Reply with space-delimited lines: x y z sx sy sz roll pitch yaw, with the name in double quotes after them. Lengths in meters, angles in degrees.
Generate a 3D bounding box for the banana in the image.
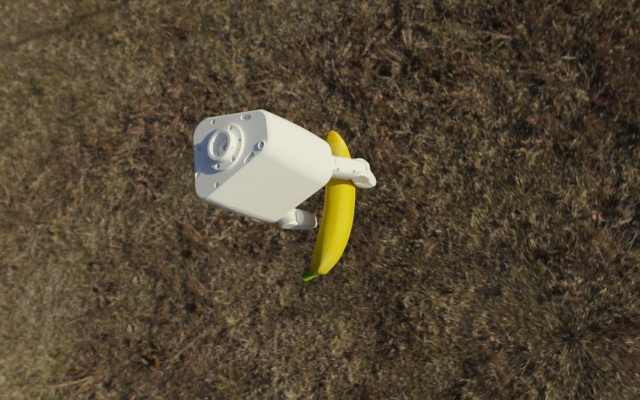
0.013 0.007 0.596 0.069 0.198 0.037 7 -6 43 "banana"
